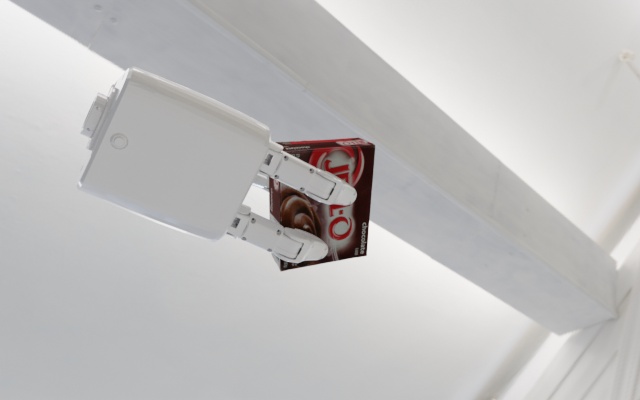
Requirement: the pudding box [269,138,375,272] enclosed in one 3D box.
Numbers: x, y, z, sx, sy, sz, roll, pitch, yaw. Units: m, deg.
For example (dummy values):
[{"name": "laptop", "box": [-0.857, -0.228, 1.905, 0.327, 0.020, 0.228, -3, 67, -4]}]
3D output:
[{"name": "pudding box", "box": [0.000, 0.001, 0.435, 0.090, 0.113, 0.039, -7, 24, -23]}]
